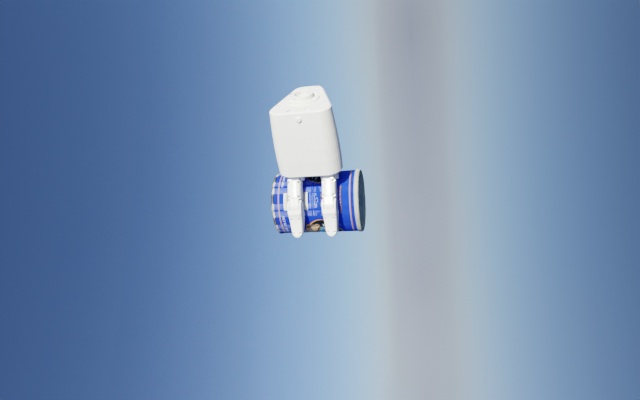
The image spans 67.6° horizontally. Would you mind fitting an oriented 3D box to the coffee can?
[{"bbox_3d":[0.000,0.003,0.796,0.140,0.103,0.103,-3,-1,12],"label":"coffee can"}]
